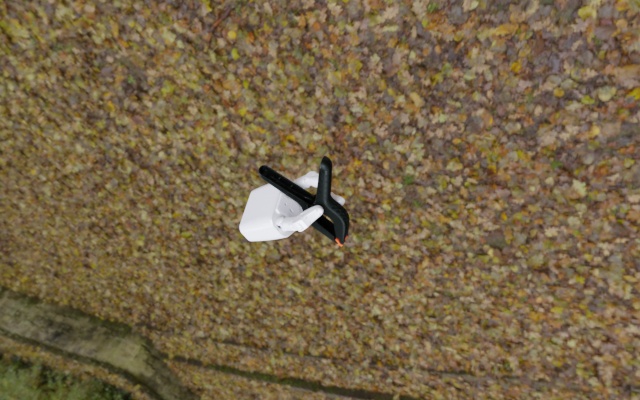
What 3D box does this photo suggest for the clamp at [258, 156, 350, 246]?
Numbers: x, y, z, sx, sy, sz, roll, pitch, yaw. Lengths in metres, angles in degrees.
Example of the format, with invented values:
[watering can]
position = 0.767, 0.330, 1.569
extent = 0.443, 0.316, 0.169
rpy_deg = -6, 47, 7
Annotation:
[clamp]
position = 0.000, 0.004, 0.867
extent = 0.164, 0.036, 0.210
rpy_deg = -10, -52, 46
